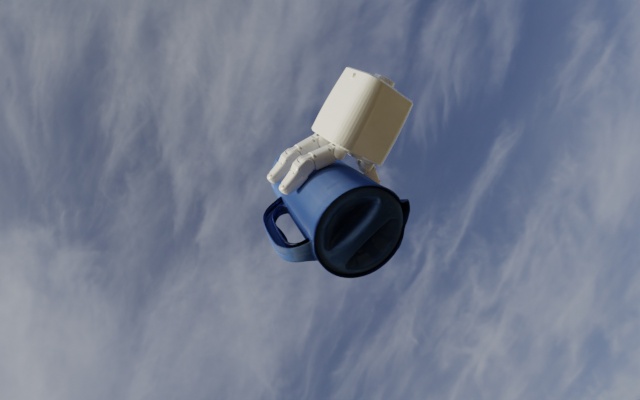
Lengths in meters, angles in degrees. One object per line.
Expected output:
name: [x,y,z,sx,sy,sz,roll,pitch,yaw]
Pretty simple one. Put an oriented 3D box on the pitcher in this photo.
pitcher: [0.000,0.002,0.703,0.149,0.145,0.242,22,11,-31]
